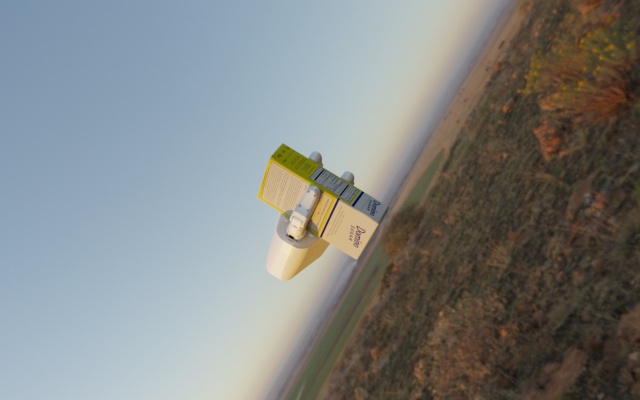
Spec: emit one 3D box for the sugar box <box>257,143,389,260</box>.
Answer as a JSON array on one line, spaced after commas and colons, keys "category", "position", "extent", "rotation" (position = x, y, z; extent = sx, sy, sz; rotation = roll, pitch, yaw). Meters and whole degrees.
[{"category": "sugar box", "position": [0.000, 0.002, 0.683], "extent": [0.176, 0.093, 0.048], "rotation": [30, 47, 5]}]
